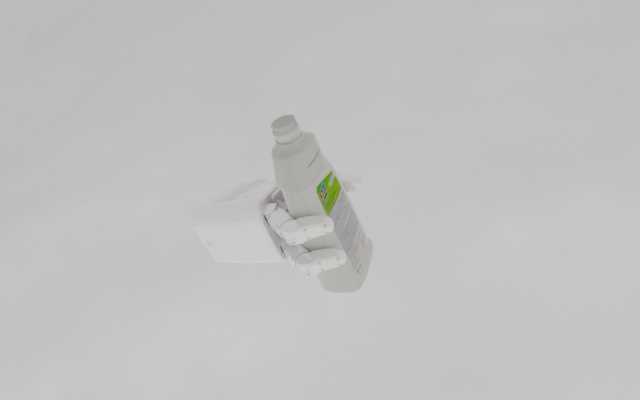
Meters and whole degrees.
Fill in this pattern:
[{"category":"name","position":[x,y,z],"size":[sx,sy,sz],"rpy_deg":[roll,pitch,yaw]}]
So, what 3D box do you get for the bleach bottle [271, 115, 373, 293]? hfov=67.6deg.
[{"category":"bleach bottle","position":[0.000,0.002,0.598],"size":[0.068,0.251,0.102],"rpy_deg":[-4,40,23]}]
